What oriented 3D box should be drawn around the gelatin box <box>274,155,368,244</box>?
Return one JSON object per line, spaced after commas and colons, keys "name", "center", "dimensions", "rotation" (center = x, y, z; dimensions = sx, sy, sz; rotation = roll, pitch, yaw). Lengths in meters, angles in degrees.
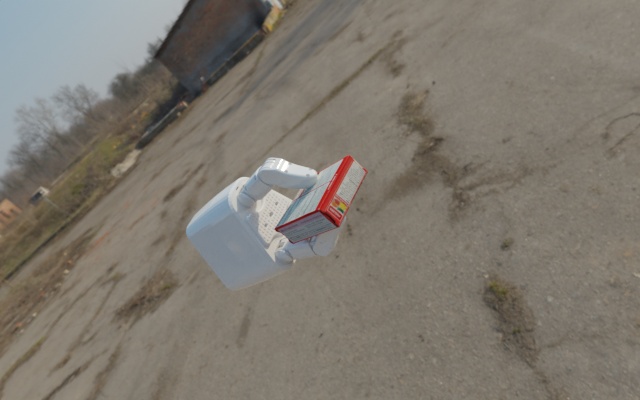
{"name": "gelatin box", "center": [0.000, 0.001, 0.485], "dimensions": [0.030, 0.073, 0.089], "rotation": [40, -34, -16]}
